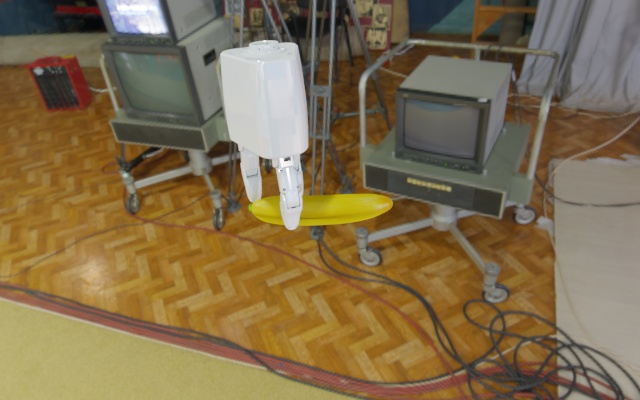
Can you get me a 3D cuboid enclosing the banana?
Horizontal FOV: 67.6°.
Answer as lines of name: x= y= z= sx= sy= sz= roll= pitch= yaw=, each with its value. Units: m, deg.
banana: x=-0.006 y=0.008 z=0.618 sx=0.198 sy=0.037 sz=0.069 roll=0 pitch=19 yaw=8
